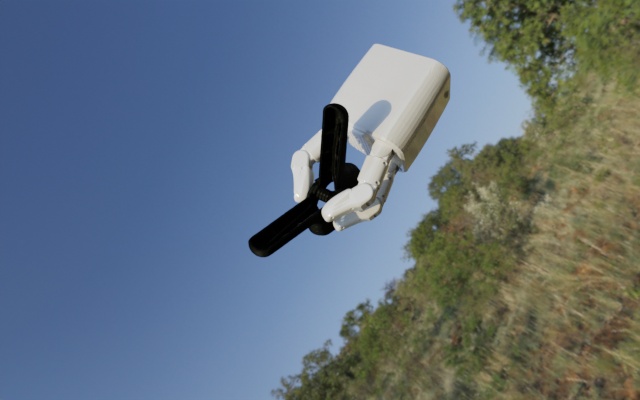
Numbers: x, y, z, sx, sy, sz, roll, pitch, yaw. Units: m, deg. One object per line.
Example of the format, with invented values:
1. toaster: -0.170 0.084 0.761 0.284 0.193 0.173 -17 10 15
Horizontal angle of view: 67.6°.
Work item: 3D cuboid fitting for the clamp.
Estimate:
1. clamp: 0.000 0.001 0.536 0.036 0.164 0.210 32 -5 20
